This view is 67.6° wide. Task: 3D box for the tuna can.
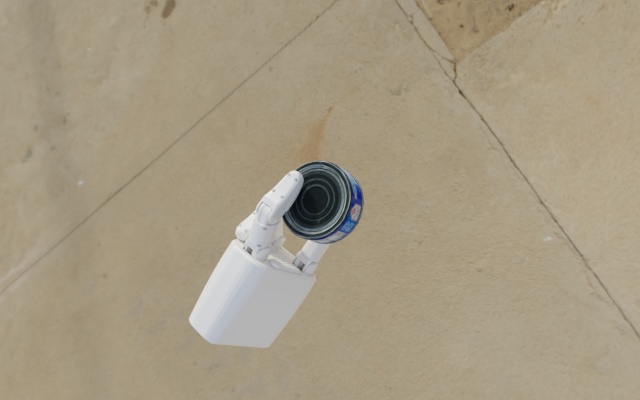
[{"bbox_3d":[0.000,0.001,0.505,0.086,0.086,0.034,0,-11,26],"label":"tuna can"}]
